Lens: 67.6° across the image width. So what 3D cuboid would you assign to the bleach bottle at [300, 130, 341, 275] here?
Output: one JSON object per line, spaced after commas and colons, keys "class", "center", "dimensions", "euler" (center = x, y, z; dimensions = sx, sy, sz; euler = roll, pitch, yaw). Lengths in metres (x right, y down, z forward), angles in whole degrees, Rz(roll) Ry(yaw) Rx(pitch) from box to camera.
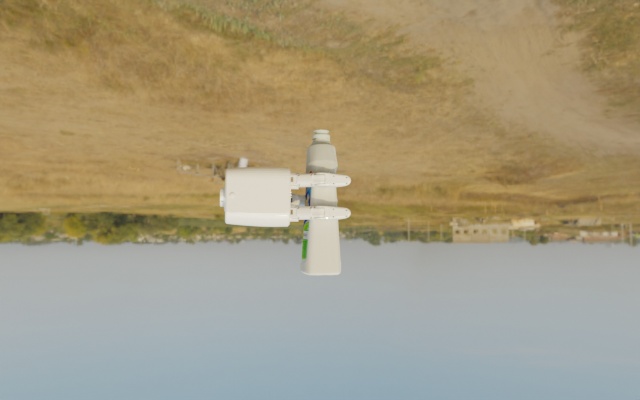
{"class": "bleach bottle", "center": [0.000, 0.003, 0.846], "dimensions": [0.068, 0.251, 0.102], "euler": [1, -4, -9]}
